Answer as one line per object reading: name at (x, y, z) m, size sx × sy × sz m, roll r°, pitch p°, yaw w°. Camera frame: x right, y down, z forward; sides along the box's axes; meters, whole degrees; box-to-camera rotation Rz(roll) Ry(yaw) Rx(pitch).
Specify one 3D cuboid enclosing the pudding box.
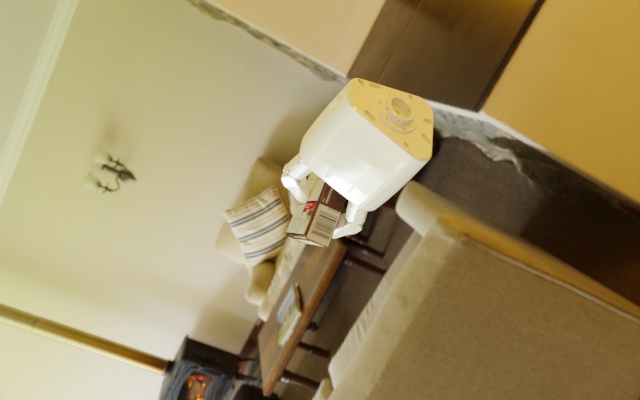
pudding box at (0.000, 0.002, 0.630) m, size 0.039 × 0.113 × 0.090 m, roll 26°, pitch -10°, yaw -16°
